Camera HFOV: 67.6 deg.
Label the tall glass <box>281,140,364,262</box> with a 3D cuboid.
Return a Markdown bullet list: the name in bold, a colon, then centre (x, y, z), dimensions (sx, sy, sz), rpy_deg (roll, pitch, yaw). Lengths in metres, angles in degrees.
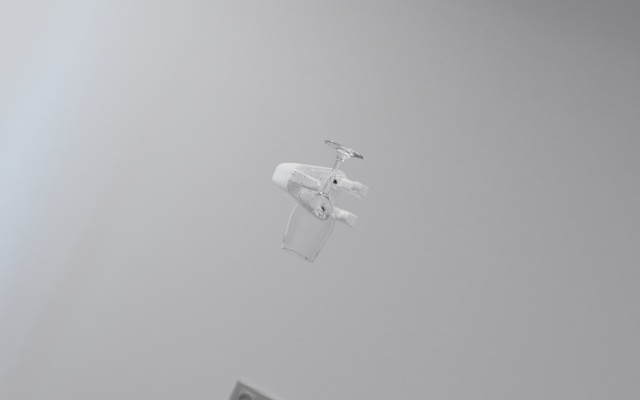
- **tall glass**: centre (0.000, 0.002, 0.825), dimensions (0.079, 0.201, 0.079), rpy_deg (24, -2, 1)
